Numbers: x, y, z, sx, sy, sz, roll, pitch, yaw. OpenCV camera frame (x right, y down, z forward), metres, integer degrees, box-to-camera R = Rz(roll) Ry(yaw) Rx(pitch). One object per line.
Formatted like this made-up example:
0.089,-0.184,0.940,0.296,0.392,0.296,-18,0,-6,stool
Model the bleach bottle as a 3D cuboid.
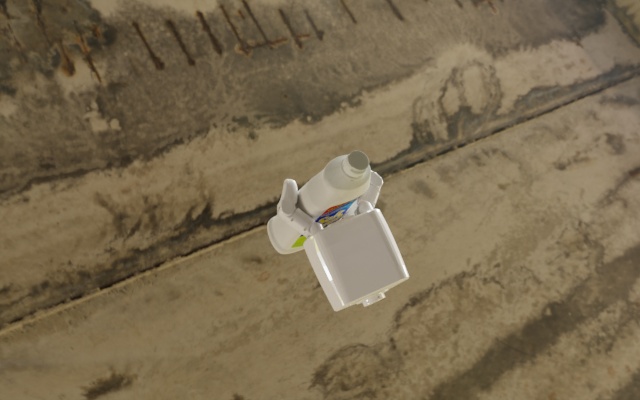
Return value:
0.000,0.002,0.697,0.102,0.068,0.251,-16,-17,-26,bleach bottle
